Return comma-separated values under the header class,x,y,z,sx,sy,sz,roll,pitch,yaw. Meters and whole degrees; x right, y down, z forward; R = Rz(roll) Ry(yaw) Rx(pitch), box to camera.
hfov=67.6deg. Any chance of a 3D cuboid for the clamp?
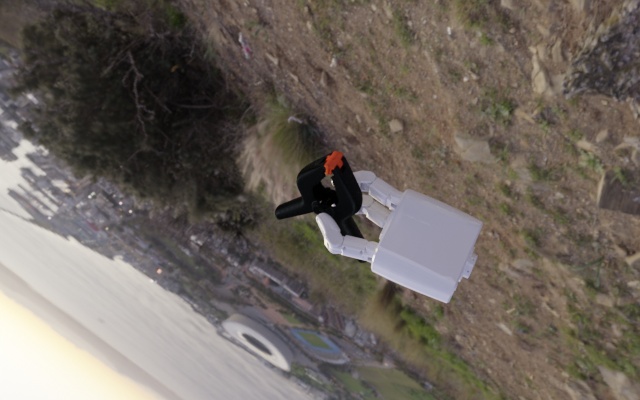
class,x,y,z,sx,sy,sz,roll,pitch,yaw
clamp,0.000,0.003,0.666,0.164,0.036,0.210,22,-31,17
